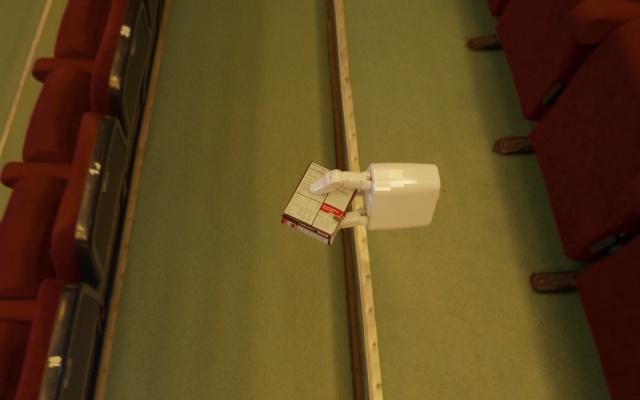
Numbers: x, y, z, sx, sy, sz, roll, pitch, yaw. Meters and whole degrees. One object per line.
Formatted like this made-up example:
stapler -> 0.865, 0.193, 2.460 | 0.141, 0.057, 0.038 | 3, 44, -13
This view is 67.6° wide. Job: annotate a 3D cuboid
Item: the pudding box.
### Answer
pudding box -> 0.000, 0.002, 0.771 | 0.090, 0.113, 0.039 | 24, -28, 7
